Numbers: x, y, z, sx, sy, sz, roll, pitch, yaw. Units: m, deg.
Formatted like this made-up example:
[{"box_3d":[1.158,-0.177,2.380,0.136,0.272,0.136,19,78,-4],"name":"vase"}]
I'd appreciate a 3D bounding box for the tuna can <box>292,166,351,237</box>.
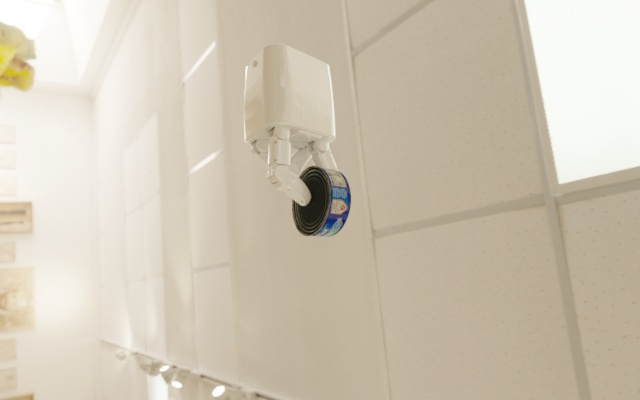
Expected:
[{"box_3d":[0.001,0.002,0.587,0.034,0.086,0.086,7,-4,-32],"name":"tuna can"}]
